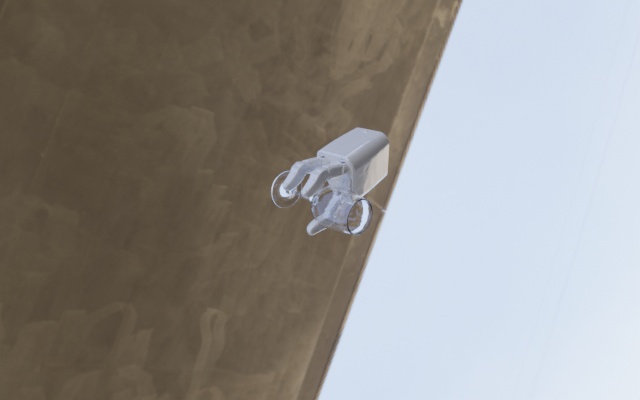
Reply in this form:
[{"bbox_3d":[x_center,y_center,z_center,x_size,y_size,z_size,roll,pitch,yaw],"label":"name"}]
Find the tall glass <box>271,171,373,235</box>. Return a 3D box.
[{"bbox_3d":[0.000,0.003,0.856,0.079,0.079,0.201,0,15,-43],"label":"tall glass"}]
